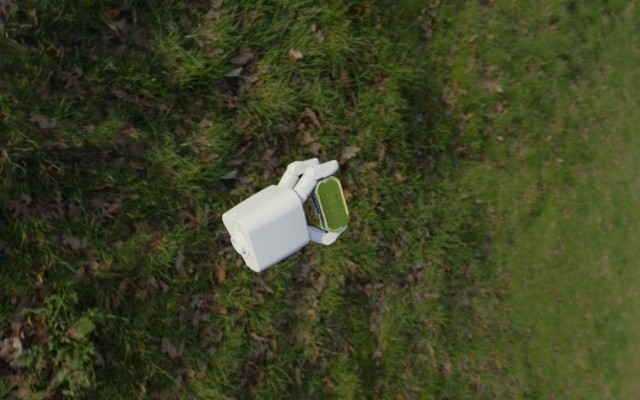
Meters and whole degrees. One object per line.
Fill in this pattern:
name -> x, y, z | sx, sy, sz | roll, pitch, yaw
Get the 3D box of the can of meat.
can of meat -> 0.000, 0.003, 0.848 | 0.057, 0.102, 0.084 | -27, 21, -27
